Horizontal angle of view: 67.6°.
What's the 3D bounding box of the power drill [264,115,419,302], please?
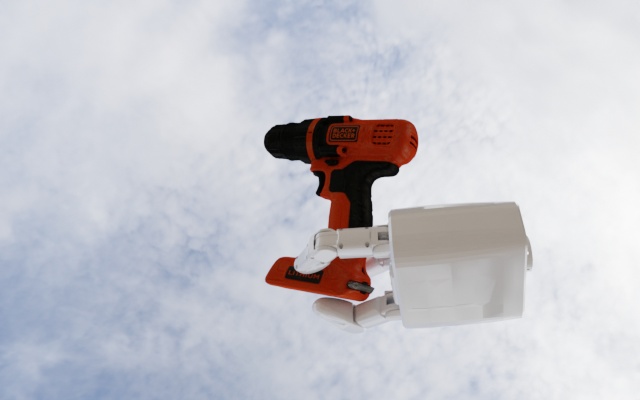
[{"bbox_3d":[0.000,0.002,0.496,0.184,0.187,0.057,4,-12,35],"label":"power drill"}]
